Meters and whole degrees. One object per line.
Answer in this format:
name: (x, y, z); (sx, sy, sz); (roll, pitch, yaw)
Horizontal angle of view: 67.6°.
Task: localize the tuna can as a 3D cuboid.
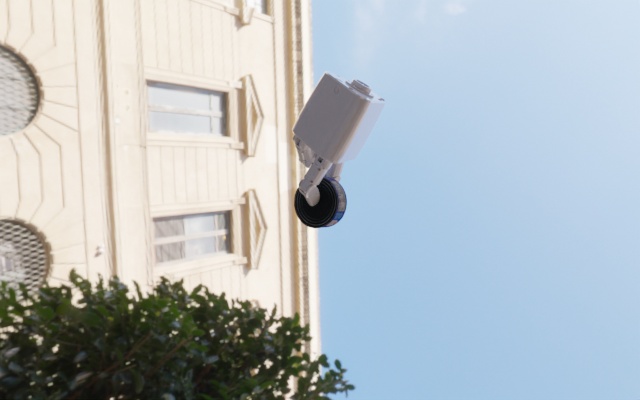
tuna can: (0.000, 0.003, 0.786); (0.086, 0.086, 0.034); (0, -1, 34)
